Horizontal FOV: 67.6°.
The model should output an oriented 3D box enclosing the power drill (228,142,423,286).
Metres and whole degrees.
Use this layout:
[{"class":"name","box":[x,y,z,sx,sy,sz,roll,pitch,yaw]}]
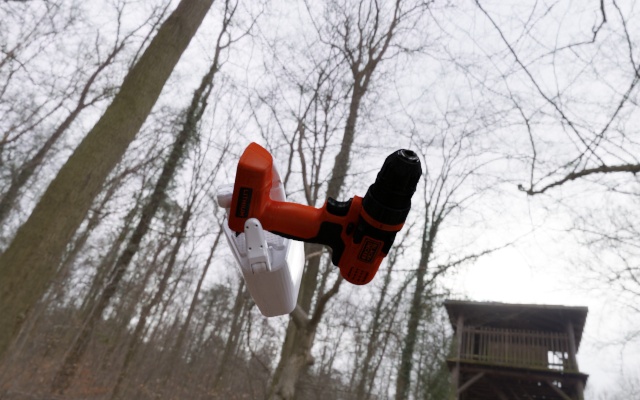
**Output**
[{"class":"power drill","box":[0.000,0.002,0.521,0.187,0.185,0.057,19,36,1]}]
